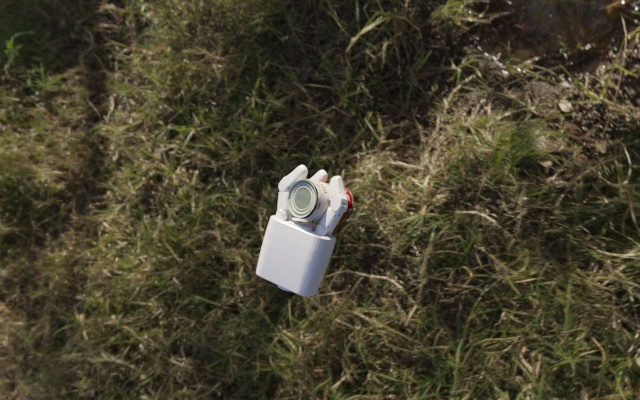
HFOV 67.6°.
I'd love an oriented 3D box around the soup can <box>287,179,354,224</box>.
[{"bbox_3d":[0.000,0.002,0.814,0.068,0.068,0.102,0,-7,39],"label":"soup can"}]
